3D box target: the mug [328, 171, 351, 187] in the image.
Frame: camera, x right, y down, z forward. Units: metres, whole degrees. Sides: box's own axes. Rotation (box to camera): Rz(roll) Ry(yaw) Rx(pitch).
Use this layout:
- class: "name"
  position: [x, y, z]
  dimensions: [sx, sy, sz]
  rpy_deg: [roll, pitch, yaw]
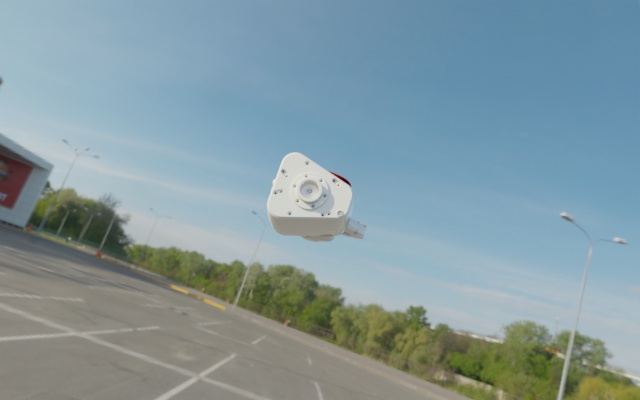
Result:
- class: "mug"
  position: [0.000, 0.003, 0.776]
  dimensions: [0.093, 0.081, 0.117]
  rpy_deg: [18, -13, 3]
